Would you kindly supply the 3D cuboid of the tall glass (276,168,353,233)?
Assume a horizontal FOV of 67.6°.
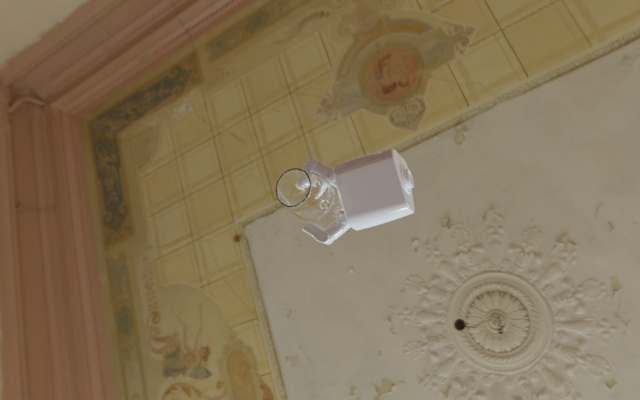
[{"bbox_3d":[0.000,0.003,0.819,0.079,0.079,0.201,0,-13,26],"label":"tall glass"}]
